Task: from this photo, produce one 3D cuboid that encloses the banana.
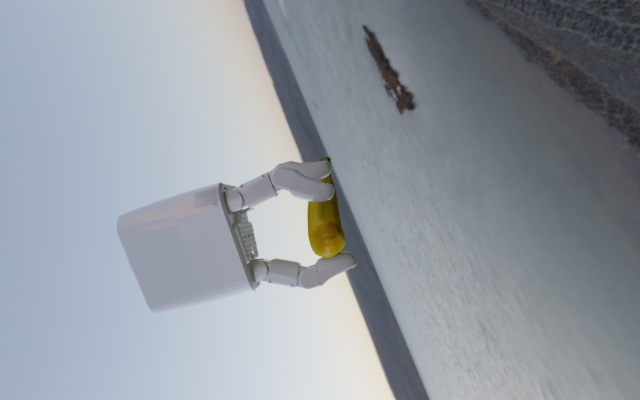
[{"bbox_3d":[0.003,0.017,0.498,0.037,0.070,0.197,-9,23,1],"label":"banana"}]
